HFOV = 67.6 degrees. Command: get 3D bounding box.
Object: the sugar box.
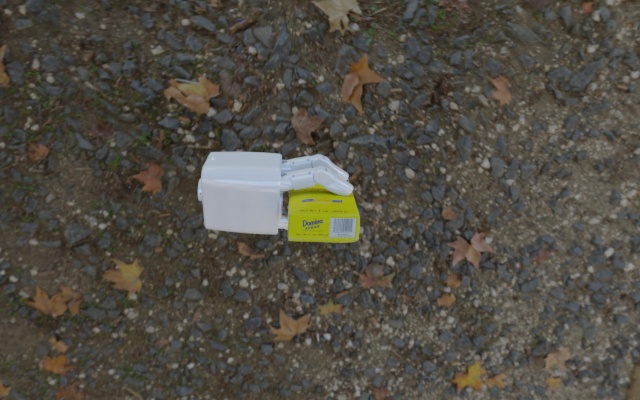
[{"bbox_3d":[0.000,0.002,0.687,0.093,0.048,0.176,2,24,-5],"label":"sugar box"}]
